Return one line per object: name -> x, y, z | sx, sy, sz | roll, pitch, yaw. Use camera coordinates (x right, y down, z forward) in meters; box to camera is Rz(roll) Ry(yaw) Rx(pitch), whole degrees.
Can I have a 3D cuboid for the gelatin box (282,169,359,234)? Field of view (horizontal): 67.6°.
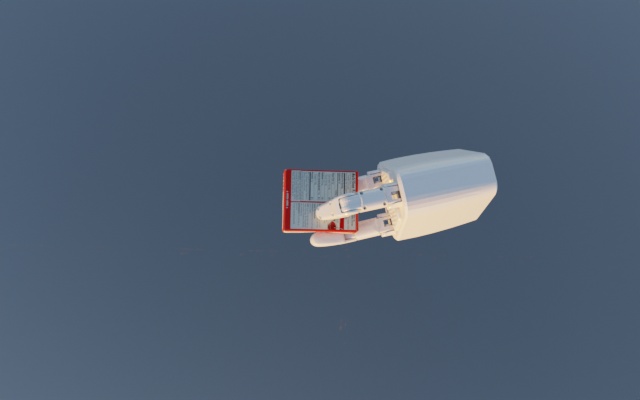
gelatin box -> 0.000, 0.002, 0.564 | 0.089, 0.073, 0.030 | 1, -7, -7
